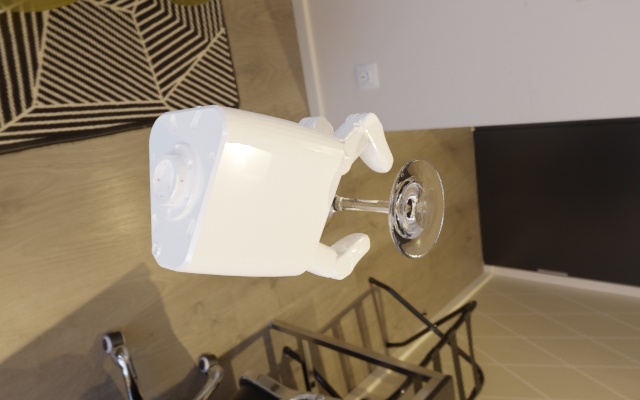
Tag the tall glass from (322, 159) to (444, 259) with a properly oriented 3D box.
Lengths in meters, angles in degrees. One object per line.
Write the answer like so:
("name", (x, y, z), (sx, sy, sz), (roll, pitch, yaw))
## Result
("tall glass", (0.001, 0.001, 0.420), (0.201, 0.079, 0.079), (4, 3, 43))
